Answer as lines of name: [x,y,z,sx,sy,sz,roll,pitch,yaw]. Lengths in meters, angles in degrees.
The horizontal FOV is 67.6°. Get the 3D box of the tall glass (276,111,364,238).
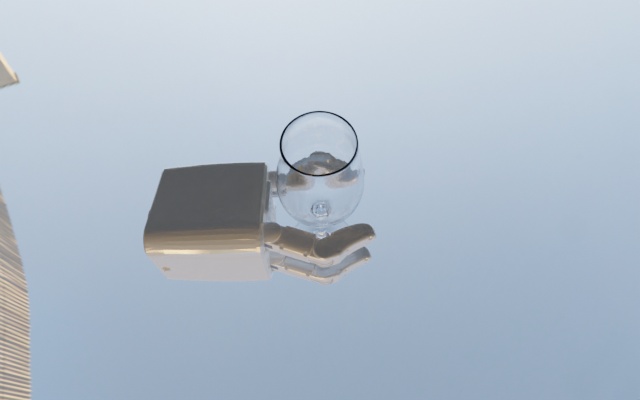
tall glass: [0.000,0.002,0.456,0.079,0.079,0.201,0,-28,1]
